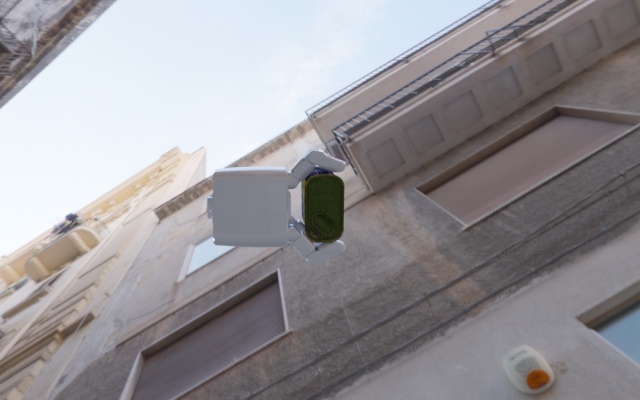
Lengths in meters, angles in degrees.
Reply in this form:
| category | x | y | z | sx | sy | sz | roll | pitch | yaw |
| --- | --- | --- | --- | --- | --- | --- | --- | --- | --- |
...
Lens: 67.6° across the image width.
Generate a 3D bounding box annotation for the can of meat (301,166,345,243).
| category | x | y | z | sx | sy | sz | roll | pitch | yaw |
| --- | --- | --- | --- | --- | --- | --- | --- | --- | --- |
| can of meat | 0.000 | 0.002 | 0.725 | 0.057 | 0.102 | 0.084 | -2 | 15 | -8 |
